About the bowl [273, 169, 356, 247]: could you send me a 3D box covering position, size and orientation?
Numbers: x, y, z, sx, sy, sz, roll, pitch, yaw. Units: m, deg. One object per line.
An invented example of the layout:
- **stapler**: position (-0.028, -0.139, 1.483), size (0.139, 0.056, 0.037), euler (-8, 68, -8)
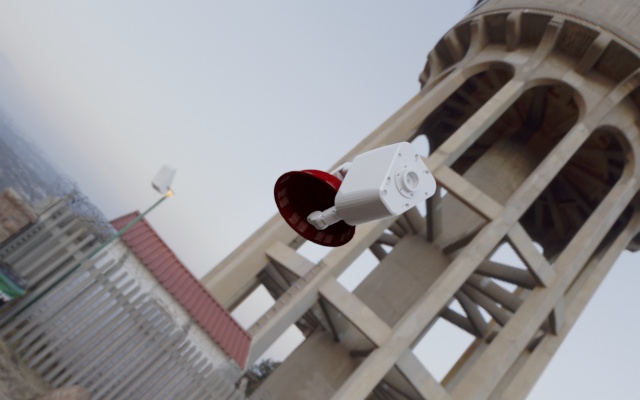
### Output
- **bowl**: position (-0.001, 0.002, 0.824), size (0.162, 0.162, 0.055), euler (0, 36, 38)
